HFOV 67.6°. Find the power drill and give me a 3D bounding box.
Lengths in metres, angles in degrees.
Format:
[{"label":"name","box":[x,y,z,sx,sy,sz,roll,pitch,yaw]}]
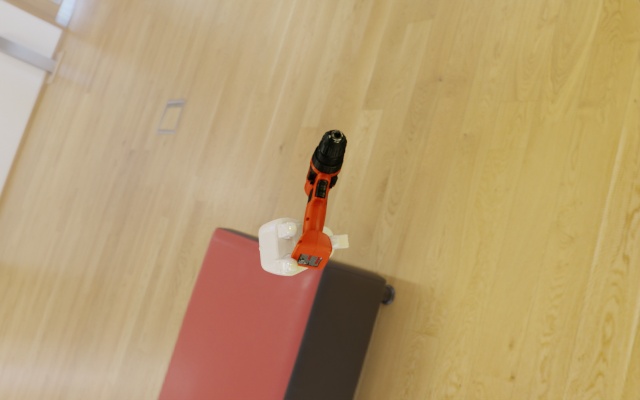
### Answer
[{"label":"power drill","box":[0.000,0.003,0.759,0.057,0.187,0.184,12,-28,-4]}]
